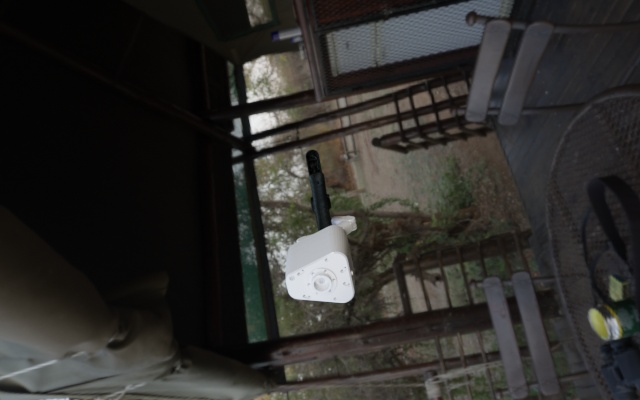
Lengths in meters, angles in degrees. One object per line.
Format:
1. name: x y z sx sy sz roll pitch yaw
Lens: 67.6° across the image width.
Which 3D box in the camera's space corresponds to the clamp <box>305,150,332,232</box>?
1. clamp: 0.000 0.003 0.853 0.039 0.171 0.120 -10 18 5
